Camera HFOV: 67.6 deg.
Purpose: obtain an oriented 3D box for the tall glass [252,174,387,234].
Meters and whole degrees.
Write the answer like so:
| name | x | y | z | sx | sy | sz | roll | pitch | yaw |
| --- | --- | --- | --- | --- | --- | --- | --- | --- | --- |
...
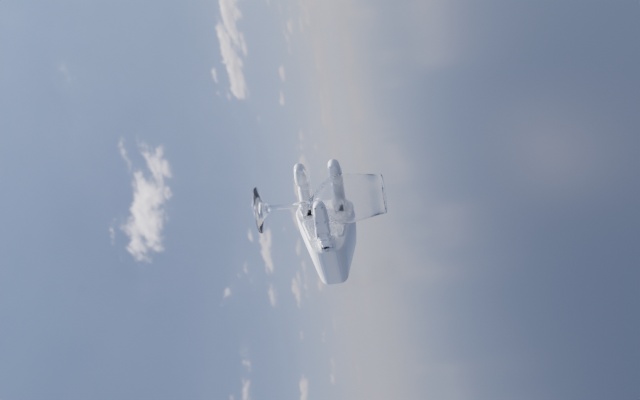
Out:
| name | x | y | z | sx | sy | sz | roll | pitch | yaw |
| --- | --- | --- | --- | --- | --- | --- | --- | --- | --- |
| tall glass | -0.001 | 0.002 | 0.747 | 0.201 | 0.079 | 0.079 | -8 | -1 | 4 |
